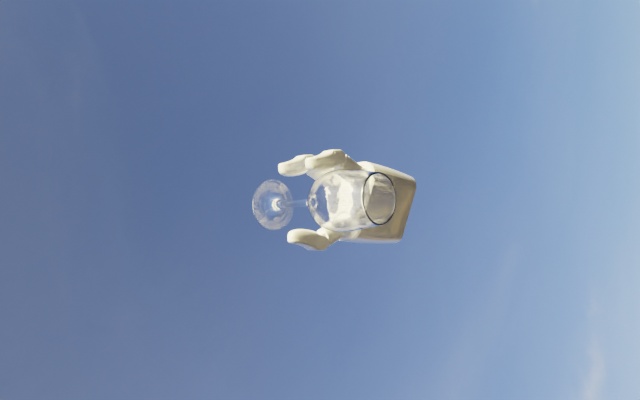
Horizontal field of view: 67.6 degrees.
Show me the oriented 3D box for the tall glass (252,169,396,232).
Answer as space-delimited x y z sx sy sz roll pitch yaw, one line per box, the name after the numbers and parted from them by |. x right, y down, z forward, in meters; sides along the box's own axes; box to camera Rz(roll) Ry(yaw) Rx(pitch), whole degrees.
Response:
0.000 0.002 0.619 0.079 0.079 0.201 0 -3 -43 | tall glass
